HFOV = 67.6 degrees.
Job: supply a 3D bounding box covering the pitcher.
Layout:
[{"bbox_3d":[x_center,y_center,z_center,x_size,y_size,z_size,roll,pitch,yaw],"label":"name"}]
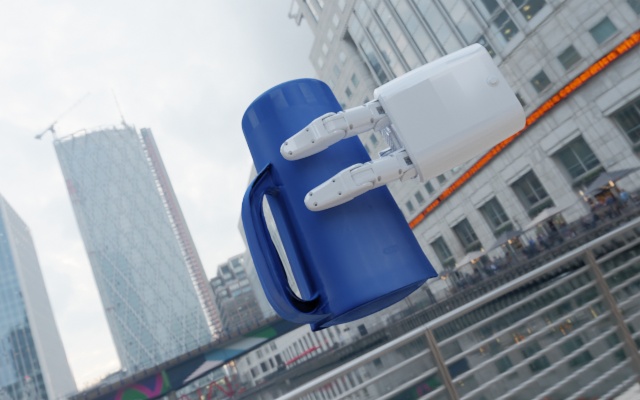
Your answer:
[{"bbox_3d":[0.000,0.002,0.484,0.145,0.242,0.149,-26,-17,4],"label":"pitcher"}]
